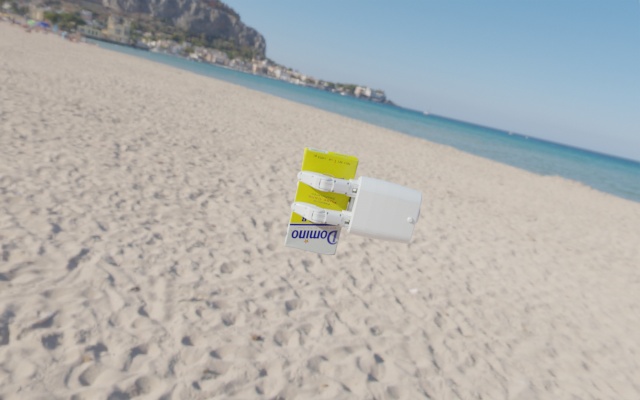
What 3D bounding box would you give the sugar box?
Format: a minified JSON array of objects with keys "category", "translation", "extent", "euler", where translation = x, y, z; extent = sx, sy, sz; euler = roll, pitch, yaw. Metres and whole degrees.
[{"category":"sugar box","translation":[0.000,0.003,0.827],"extent":[0.093,0.176,0.048],"euler":[12,13,-4]}]
